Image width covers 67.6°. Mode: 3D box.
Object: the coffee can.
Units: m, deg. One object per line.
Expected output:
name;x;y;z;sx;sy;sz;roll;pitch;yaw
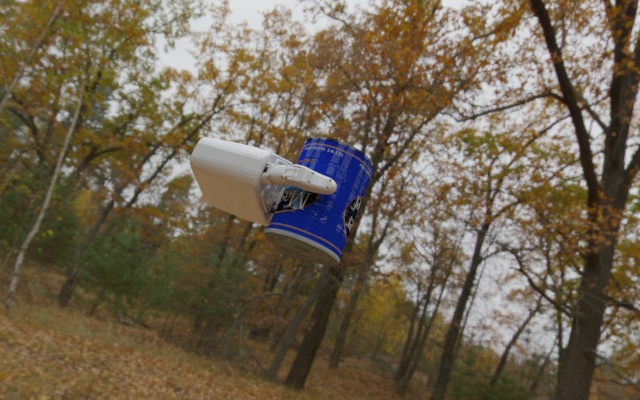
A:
coffee can;0.000;0.002;0.630;0.103;0.140;0.103;20;-17;7
